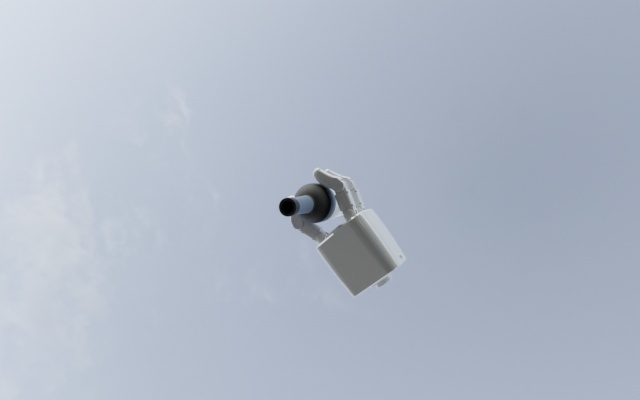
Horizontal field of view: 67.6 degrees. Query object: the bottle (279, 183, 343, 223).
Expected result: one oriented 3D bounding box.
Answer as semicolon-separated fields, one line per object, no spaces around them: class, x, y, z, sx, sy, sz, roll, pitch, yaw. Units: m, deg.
bottle;0.000;0.003;0.817;0.069;0.069;0.295;0;3;19
